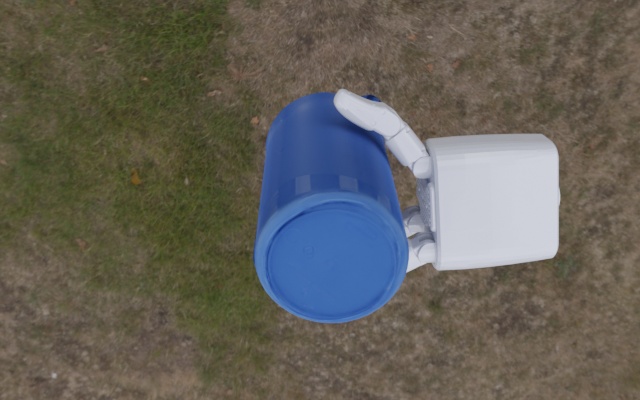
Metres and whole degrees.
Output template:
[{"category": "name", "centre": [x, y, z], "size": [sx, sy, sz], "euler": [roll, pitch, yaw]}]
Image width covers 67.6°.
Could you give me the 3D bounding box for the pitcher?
[{"category": "pitcher", "centre": [0.000, 0.001, 0.434], "size": [0.145, 0.149, 0.242], "euler": [-3, 25, 1]}]
